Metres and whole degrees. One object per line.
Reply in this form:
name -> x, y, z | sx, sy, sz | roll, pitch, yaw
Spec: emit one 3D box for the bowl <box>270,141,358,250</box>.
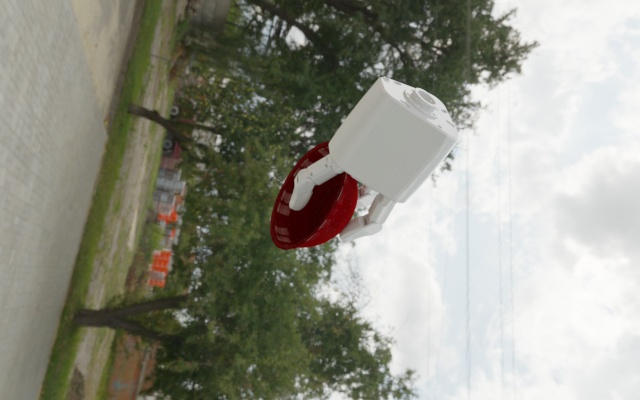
bowl -> 0.000, 0.003, 0.648 | 0.055, 0.162, 0.162 | 30, -16, -29
